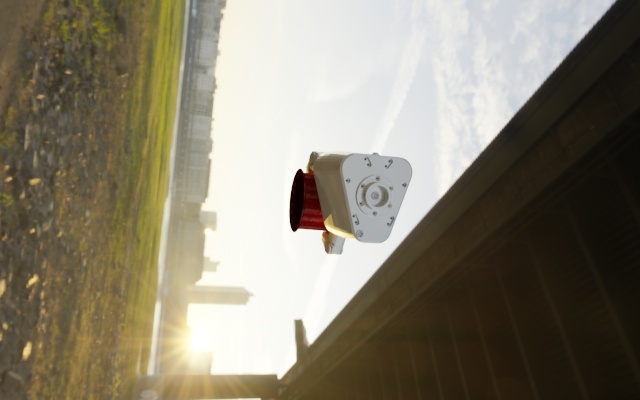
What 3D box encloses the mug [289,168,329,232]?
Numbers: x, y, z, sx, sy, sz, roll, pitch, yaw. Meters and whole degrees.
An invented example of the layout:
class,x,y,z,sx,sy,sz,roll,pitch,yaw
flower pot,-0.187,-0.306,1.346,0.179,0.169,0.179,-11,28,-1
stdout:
class,x,y,z,sx,sy,sz,roll,pitch,yaw
mug,0.000,0.002,0.712,0.081,0.093,0.117,6,4,-16
